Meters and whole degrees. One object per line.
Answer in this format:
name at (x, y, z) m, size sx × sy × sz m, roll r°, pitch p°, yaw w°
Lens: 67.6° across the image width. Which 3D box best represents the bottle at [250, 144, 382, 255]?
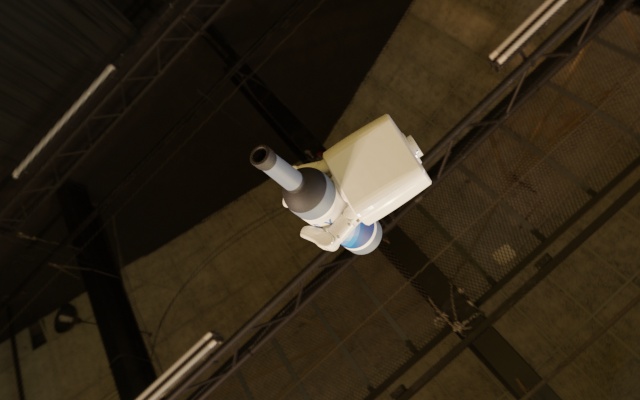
bottle at (0.000, 0.002, 0.662) m, size 0.069 × 0.069 × 0.296 m, roll 0°, pitch -22°, yaw 31°
